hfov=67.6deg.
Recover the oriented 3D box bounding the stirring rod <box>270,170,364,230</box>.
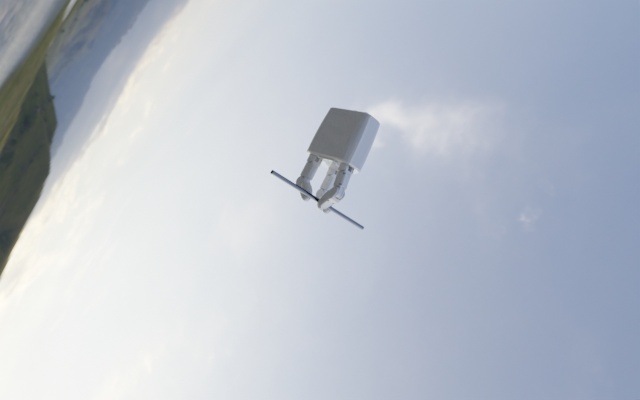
[{"bbox_3d":[0.000,0.003,0.899,0.240,0.011,0.011,32,-19,-34],"label":"stirring rod"}]
